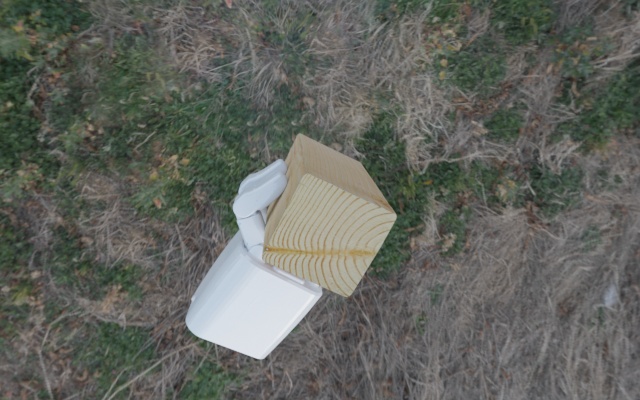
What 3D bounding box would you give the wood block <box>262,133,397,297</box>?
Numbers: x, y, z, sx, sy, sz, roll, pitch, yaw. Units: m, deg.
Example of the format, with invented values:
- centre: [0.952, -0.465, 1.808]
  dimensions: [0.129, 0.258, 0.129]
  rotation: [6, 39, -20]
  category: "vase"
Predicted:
- centre: [0.000, 0.002, 0.505]
  dimensions: [0.091, 0.090, 0.206]
  rotation: [25, 14, -11]
  category: "wood block"
